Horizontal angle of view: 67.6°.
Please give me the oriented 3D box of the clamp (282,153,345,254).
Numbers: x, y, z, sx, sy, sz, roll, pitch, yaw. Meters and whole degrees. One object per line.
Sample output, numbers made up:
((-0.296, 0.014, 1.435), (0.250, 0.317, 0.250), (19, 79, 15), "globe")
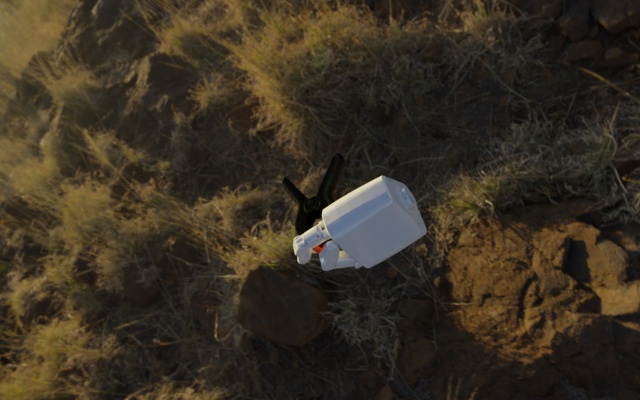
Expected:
((0.000, 0.002, 0.767), (0.120, 0.171, 0.039), (-33, -38, 23), "clamp")
